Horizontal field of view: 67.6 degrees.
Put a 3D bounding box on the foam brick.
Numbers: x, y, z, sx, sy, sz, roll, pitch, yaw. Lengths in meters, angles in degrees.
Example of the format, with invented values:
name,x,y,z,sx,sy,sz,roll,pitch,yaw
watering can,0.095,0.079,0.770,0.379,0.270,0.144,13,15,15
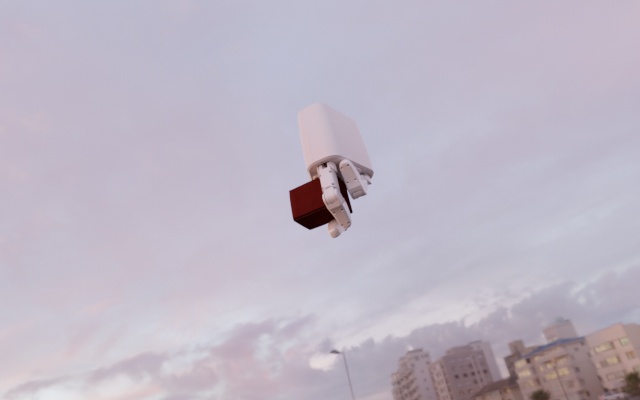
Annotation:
name,x,y,z,sx,sy,sz,roll,pitch,yaw
foam brick,0.000,0.002,0.714,0.078,0.051,0.053,-23,-29,17
